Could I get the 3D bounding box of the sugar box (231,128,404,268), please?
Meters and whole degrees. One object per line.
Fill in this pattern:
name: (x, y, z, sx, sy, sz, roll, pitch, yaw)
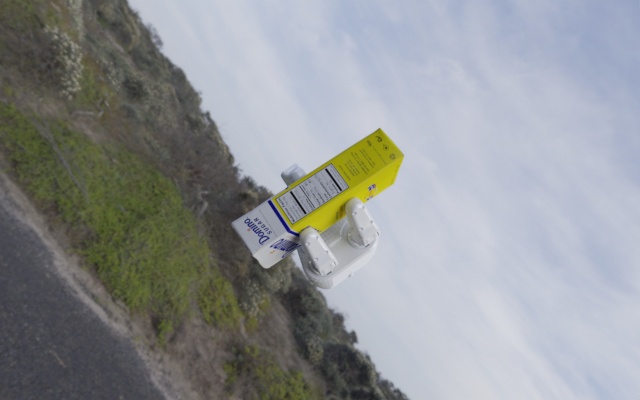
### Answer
sugar box: (0.000, 0.002, 0.496, 0.176, 0.048, 0.093, -36, -15, -7)
